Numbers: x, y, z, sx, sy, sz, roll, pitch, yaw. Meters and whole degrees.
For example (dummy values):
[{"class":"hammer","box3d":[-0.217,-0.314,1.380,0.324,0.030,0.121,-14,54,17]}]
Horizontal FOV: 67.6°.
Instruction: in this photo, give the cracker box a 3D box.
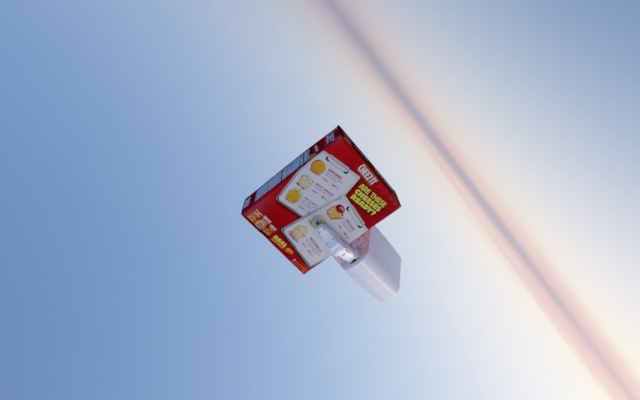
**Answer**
[{"class":"cracker box","box3d":[0.000,0.003,0.810,0.214,0.164,0.072,-37,23,15]}]
